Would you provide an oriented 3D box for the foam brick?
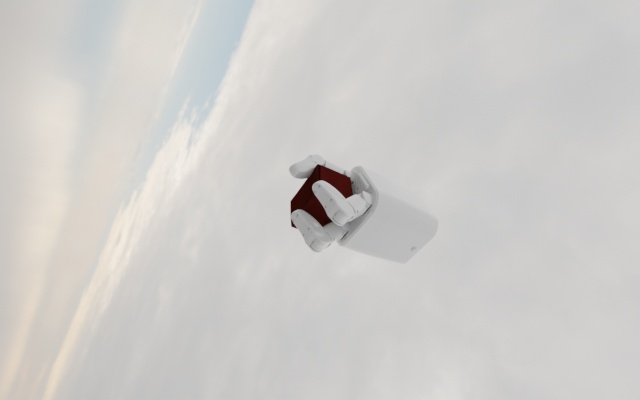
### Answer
[{"bbox_3d":[0.000,0.002,0.634,0.051,0.053,0.078,22,-51,-22],"label":"foam brick"}]
